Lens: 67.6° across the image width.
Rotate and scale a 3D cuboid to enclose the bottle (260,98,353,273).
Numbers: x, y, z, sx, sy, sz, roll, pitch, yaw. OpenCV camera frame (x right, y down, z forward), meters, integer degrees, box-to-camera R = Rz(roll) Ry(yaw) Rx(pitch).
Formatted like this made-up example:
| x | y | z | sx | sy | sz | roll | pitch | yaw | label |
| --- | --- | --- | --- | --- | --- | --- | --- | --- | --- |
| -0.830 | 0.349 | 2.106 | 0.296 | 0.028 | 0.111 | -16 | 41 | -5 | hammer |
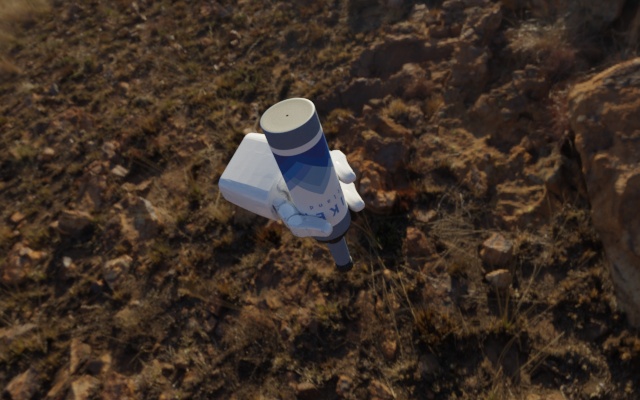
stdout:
| x | y | z | sx | sy | sz | roll | pitch | yaw | label |
| --- | --- | --- | --- | --- | --- | --- | --- | --- | --- |
| 0.000 | 0.002 | 0.649 | 0.069 | 0.069 | 0.296 | 0 | -43 | 21 | bottle |
